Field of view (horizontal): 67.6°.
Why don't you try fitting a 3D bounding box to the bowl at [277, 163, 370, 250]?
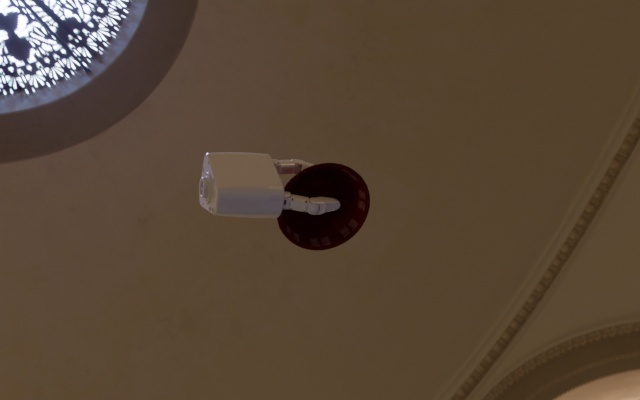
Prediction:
[{"bbox_3d":[0.001,0.003,0.815,0.162,0.162,0.055,0,25,-16],"label":"bowl"}]
